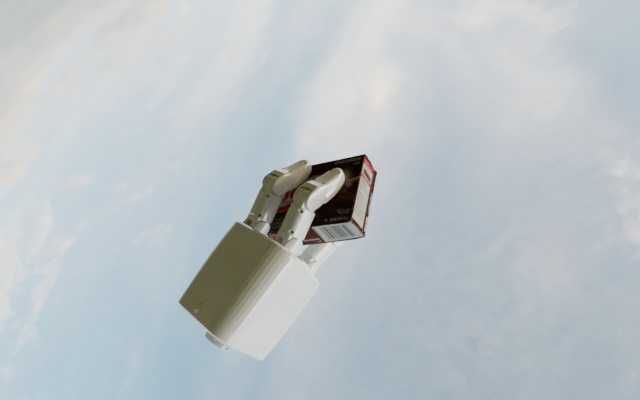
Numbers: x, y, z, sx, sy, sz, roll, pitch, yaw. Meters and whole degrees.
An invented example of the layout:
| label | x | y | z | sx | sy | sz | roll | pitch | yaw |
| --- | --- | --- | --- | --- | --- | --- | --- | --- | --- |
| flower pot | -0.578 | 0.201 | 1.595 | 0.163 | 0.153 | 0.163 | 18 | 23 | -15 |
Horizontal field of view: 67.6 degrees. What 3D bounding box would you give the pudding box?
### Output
| label | x | y | z | sx | sy | sz | roll | pitch | yaw |
| --- | --- | --- | --- | --- | --- | --- | --- | --- | --- |
| pudding box | 0.000 | 0.002 | 0.526 | 0.113 | 0.090 | 0.039 | -8 | -39 | 29 |
